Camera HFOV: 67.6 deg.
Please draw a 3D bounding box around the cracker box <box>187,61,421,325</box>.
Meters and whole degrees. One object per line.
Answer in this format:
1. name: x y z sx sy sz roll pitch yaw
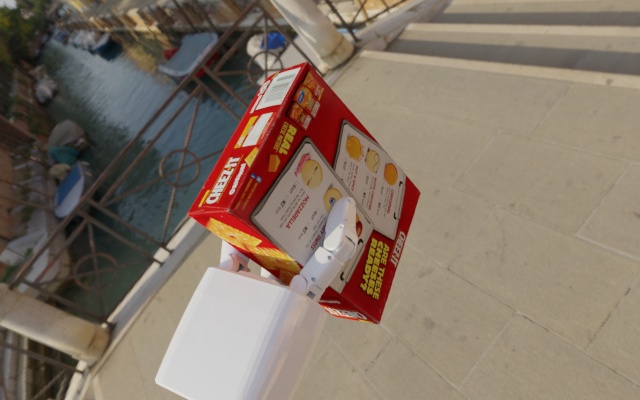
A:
1. cracker box: 0.000 0.001 0.473 0.072 0.164 0.214 -4 -36 44
